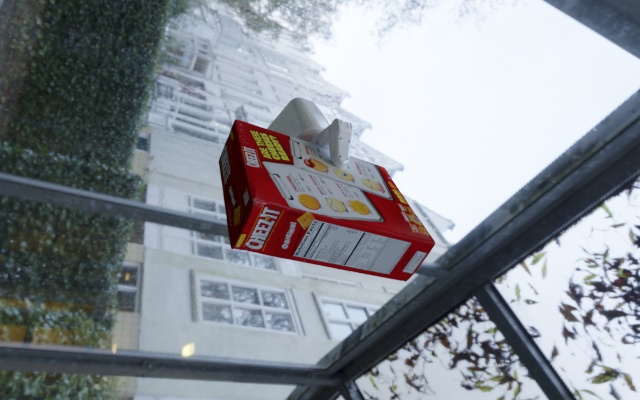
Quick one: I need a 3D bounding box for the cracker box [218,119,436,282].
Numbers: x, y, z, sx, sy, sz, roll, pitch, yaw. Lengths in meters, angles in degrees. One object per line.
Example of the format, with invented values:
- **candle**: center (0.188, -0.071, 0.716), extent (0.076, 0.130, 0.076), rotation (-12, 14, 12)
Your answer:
- **cracker box**: center (0.000, 0.002, 0.543), extent (0.214, 0.072, 0.164), rotation (14, 30, -25)
